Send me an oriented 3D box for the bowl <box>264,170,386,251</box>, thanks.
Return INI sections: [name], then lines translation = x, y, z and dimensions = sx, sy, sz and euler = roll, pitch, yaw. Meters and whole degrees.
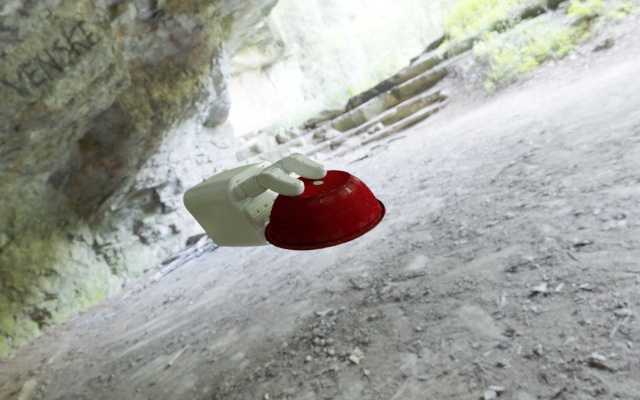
[bowl]
translation = 0.001, 0.002, 0.615
dimensions = 0.162, 0.055, 0.162
euler = -11, 22, 4
